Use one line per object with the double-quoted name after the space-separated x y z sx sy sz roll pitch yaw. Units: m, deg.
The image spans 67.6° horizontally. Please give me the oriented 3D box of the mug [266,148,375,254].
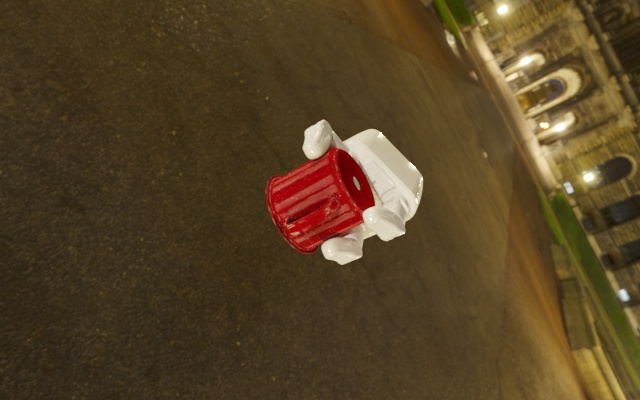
0.000 0.002 0.486 0.081 0.093 0.117 -28 8 24 "mug"
